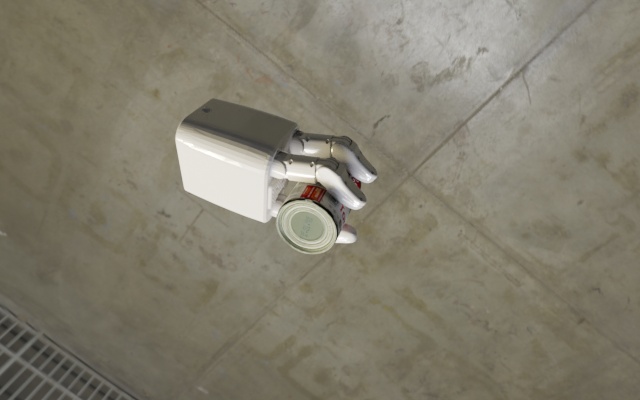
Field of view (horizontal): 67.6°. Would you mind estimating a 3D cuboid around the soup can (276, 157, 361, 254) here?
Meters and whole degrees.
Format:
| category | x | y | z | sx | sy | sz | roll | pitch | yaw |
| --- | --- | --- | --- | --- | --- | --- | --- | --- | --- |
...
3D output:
| category | x | y | z | sx | sy | sz | roll | pitch | yaw |
| --- | --- | --- | --- | --- | --- | --- | --- | --- | --- |
| soup can | 0.000 | 0.002 | 0.516 | 0.068 | 0.068 | 0.102 | 0 | 31 | 20 |
